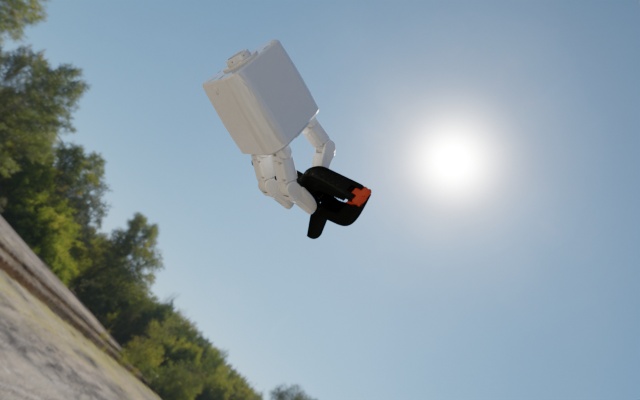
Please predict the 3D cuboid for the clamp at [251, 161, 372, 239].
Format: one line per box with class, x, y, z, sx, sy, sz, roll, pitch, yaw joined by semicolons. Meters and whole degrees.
clamp;0.001;0.002;0.664;0.036;0.165;0.210;-47;30;-24
